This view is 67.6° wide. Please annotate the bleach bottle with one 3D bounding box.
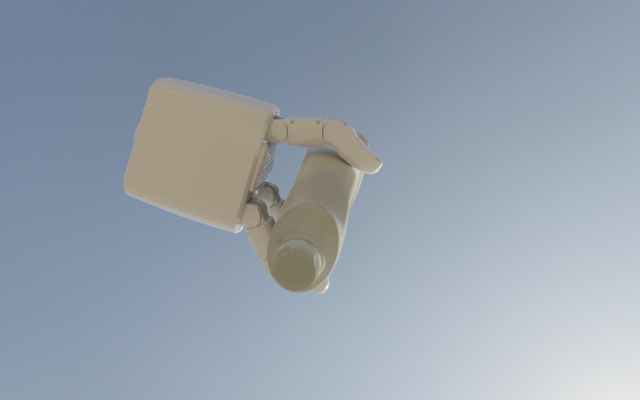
[{"bbox_3d":[0.000,0.001,0.419,0.068,0.102,0.250,16,18,2],"label":"bleach bottle"}]
